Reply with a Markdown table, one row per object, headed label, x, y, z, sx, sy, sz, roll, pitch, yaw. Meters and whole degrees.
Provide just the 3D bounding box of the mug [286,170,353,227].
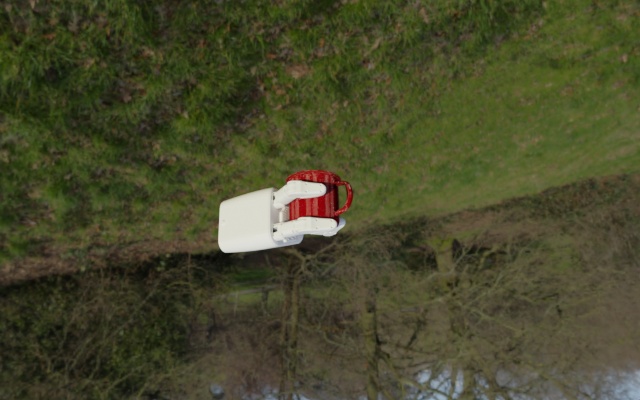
| label | x | y | z | sx | sy | sz | roll | pitch | yaw |
| --- | --- | --- | --- | --- | --- | --- | --- | --- | --- |
| mug | 0.001 | 0.003 | 0.781 | 0.117 | 0.081 | 0.093 | -12 | -22 | 26 |
